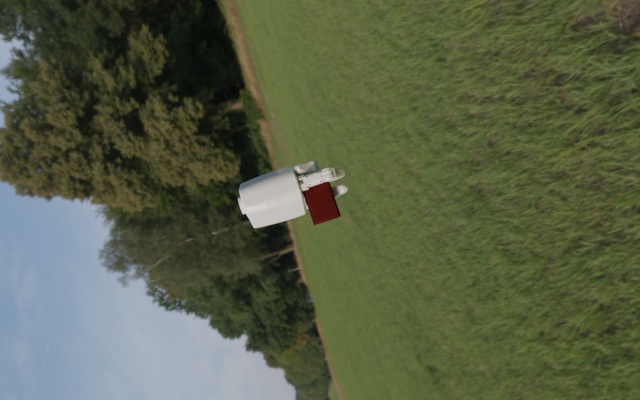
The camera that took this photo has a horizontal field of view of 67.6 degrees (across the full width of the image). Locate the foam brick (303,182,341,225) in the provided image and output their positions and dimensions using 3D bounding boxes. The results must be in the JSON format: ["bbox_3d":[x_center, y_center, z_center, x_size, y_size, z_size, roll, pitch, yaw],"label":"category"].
[{"bbox_3d":[0.000,0.003,0.897,0.051,0.078,0.053,-18,-6,-5],"label":"foam brick"}]
